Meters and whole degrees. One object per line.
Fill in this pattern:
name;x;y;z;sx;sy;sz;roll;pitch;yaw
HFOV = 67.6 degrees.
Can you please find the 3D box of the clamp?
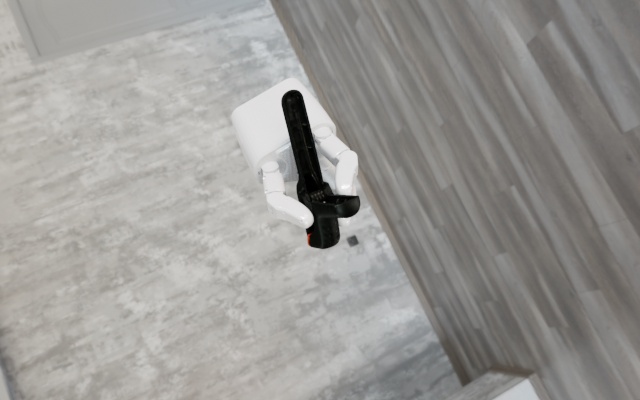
clamp;-0.001;0.002;0.545;0.036;0.164;0.210;-18;-38;-12
